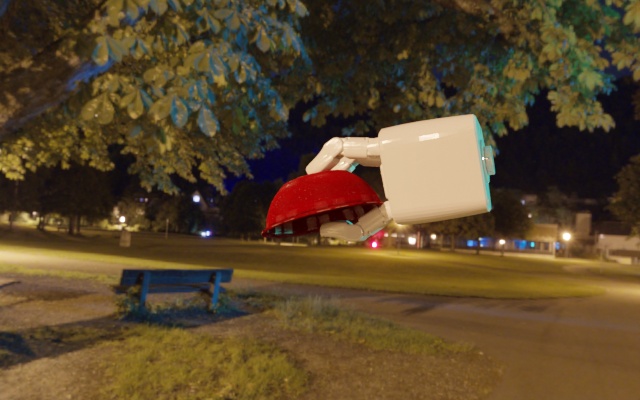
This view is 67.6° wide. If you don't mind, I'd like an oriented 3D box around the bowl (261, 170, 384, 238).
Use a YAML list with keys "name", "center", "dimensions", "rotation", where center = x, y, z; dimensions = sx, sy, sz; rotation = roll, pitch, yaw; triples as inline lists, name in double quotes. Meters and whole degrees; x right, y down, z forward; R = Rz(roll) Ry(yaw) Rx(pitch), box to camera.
- name: "bowl"
  center: [-0.001, 0.002, 0.601]
  dimensions: [0.162, 0.055, 0.162]
  rotation: [-13, -11, -3]
